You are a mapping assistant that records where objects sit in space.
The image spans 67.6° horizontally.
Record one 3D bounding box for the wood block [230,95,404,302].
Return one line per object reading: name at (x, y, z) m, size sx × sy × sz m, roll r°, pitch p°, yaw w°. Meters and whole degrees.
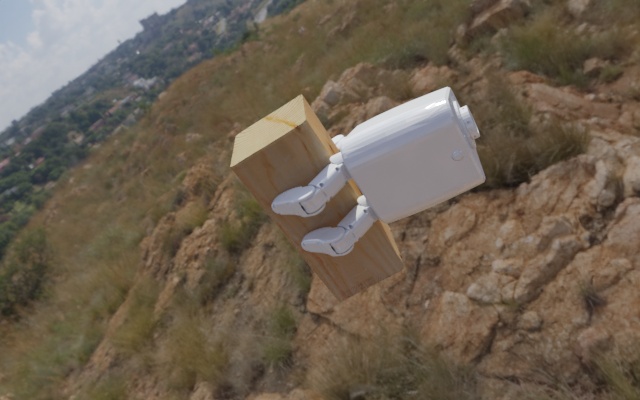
wood block at (0.000, 0.001, 0.531) m, size 0.090 × 0.206 × 0.090 m, roll -30°, pitch 27°, yaw 11°
